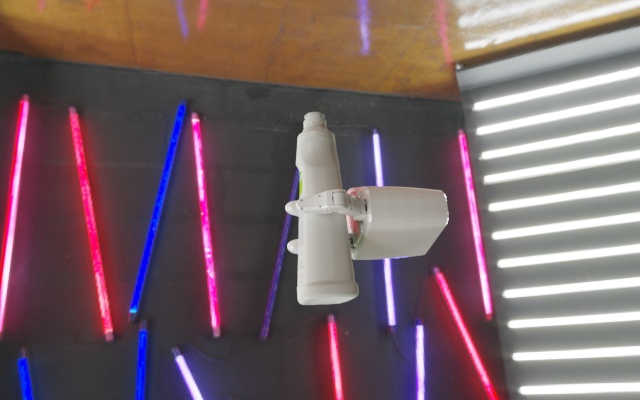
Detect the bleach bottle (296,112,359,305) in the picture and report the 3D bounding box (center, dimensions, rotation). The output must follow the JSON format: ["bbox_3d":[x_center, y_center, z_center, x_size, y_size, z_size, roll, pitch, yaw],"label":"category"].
[{"bbox_3d":[0.000,0.002,0.611,0.068,0.250,0.102,0,-17,-10],"label":"bleach bottle"}]
